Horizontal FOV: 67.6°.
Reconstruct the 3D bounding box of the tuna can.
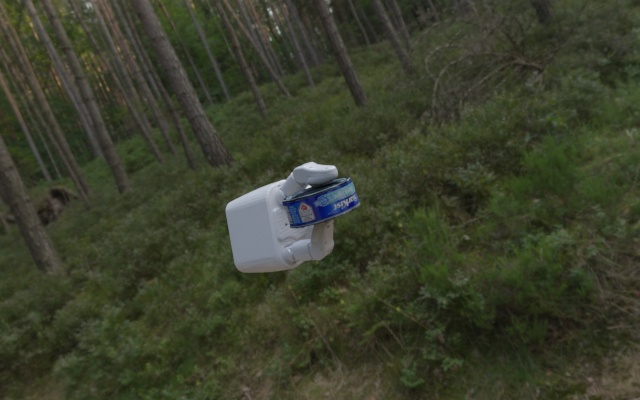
[{"bbox_3d":[0.000,0.001,0.551,0.086,0.034,0.086,-18,7,2],"label":"tuna can"}]
